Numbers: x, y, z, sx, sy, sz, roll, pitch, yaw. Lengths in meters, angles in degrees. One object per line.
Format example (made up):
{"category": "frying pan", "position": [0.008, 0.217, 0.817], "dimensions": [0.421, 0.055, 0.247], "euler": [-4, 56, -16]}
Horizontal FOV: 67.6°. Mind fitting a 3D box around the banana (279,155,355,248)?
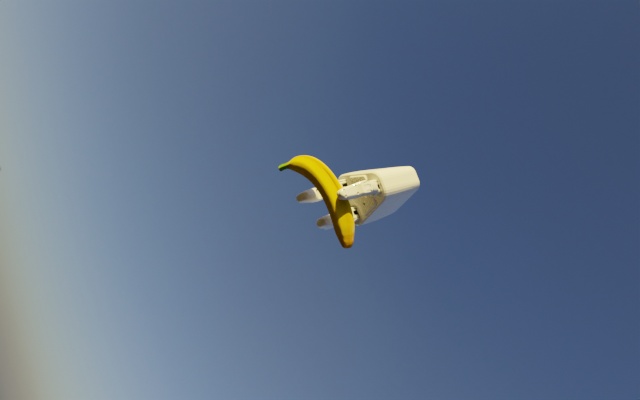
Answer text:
{"category": "banana", "position": [0.007, -0.013, 0.795], "dimensions": [0.037, 0.197, 0.070], "euler": [-11, -36, -46]}
